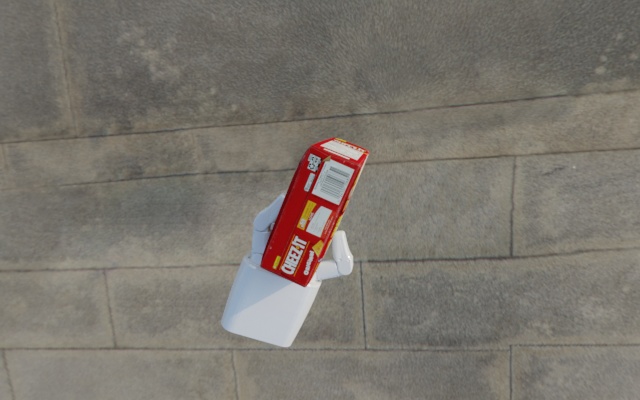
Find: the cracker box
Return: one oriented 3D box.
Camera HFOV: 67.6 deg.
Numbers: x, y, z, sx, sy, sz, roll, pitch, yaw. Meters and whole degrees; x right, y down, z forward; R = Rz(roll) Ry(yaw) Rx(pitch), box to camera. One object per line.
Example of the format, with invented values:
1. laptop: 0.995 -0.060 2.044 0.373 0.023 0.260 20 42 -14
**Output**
1. cracker box: 0.000 0.002 0.654 0.072 0.164 0.213 24 13 4
